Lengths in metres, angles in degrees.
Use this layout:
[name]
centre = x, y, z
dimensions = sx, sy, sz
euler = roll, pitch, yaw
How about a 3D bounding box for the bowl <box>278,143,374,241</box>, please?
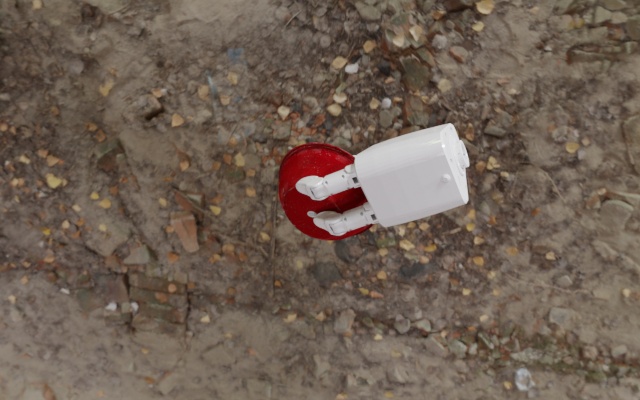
[bowl]
centre = -0.001, 0.003, 0.670
dimensions = 0.162, 0.162, 0.055
euler = 0, 35, 32
